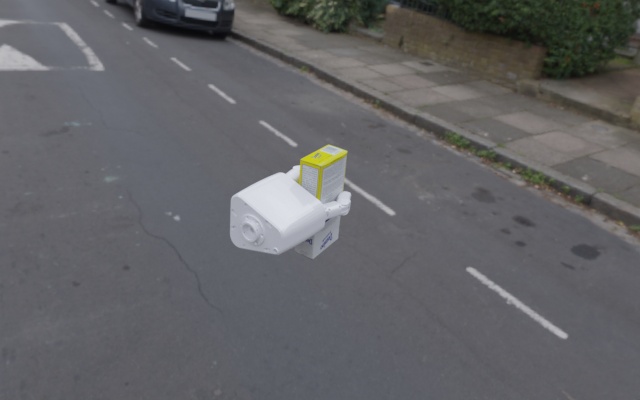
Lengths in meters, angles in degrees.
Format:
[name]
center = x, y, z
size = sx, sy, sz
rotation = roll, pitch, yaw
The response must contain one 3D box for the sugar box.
[sugar box]
center = 0.000, 0.002, 0.816
size = 0.048, 0.176, 0.093
rotation = 22, 31, 25
